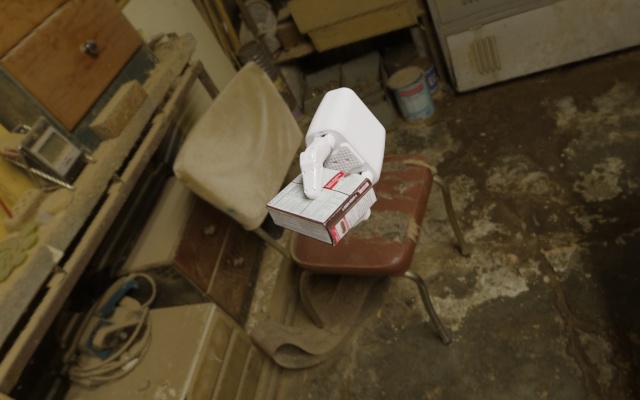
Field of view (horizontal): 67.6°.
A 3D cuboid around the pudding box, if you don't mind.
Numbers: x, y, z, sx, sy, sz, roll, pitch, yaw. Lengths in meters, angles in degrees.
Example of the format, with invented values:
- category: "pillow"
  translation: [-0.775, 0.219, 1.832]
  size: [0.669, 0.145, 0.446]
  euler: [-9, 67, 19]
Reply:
- category: "pudding box"
  translation: [0.000, 0.002, 0.592]
  size: [0.113, 0.039, 0.090]
  euler: [14, 51, 46]
